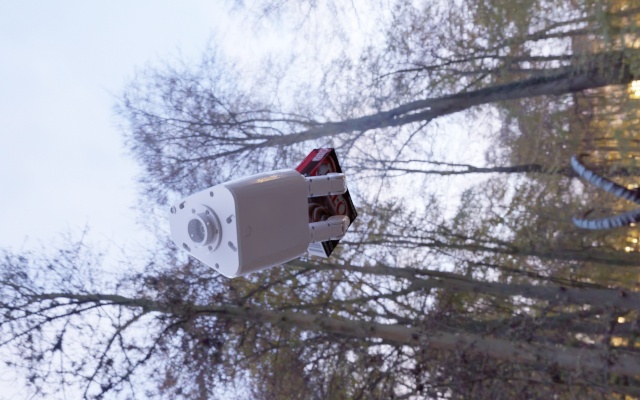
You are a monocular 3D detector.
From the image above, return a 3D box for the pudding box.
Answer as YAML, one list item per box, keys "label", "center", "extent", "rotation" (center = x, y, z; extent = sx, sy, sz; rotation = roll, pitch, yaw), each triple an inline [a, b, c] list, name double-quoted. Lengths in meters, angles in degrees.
- label: "pudding box"
  center: [0.000, 0.002, 0.612]
  extent: [0.039, 0.114, 0.090]
  rotation: [5, 40, 34]
